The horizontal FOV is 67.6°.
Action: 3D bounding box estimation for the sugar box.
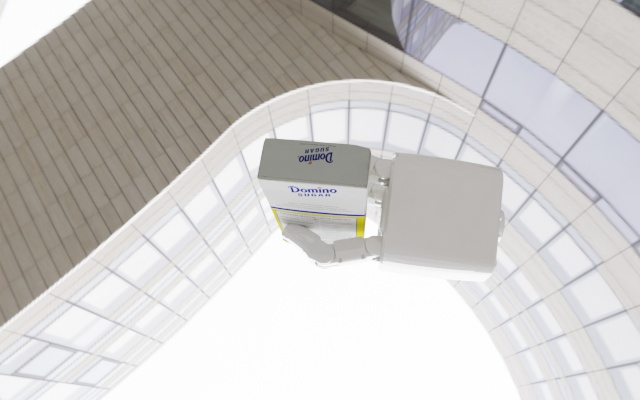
[{"bbox_3d":[0.000,0.001,0.469,0.093,0.048,0.176,6,-24,5],"label":"sugar box"}]
